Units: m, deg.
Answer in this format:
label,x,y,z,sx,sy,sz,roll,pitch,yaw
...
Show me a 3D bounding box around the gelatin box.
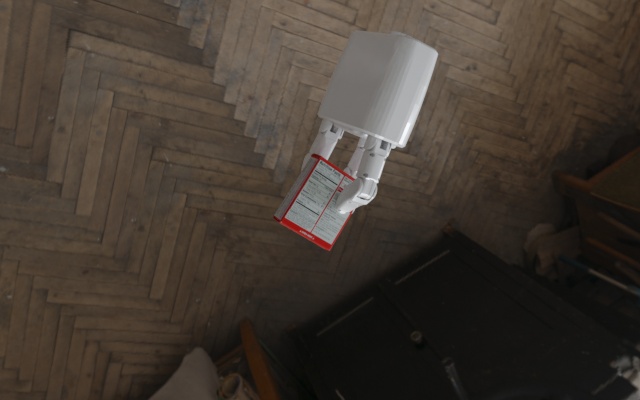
label,x,y,z,sx,sy,sz,roll,pitch,yaw
gelatin box,0.000,0.002,0.552,0.073,0.089,0.030,32,-2,-26
